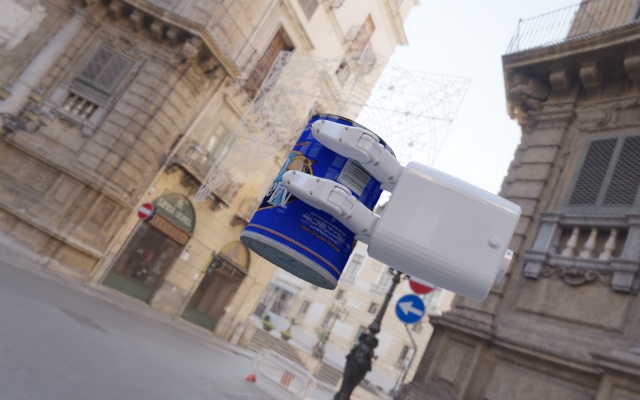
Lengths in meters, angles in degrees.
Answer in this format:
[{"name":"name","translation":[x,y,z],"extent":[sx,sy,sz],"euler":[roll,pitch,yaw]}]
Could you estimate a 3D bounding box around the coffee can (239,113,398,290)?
[{"name":"coffee can","translation":[0.000,0.002,0.469],"extent":[0.103,0.140,0.103],"euler":[26,-16,8]}]
